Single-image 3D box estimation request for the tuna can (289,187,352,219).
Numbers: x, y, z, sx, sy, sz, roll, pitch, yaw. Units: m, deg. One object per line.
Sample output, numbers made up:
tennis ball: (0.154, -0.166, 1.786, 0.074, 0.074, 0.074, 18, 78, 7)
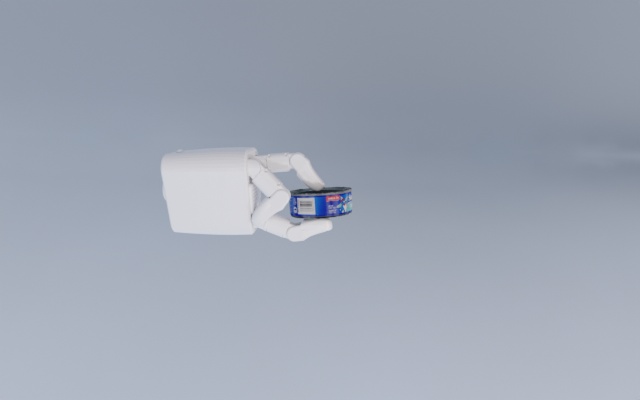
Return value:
tuna can: (0.000, 0.003, 0.646, 0.086, 0.034, 0.086, -3, 7, 0)
